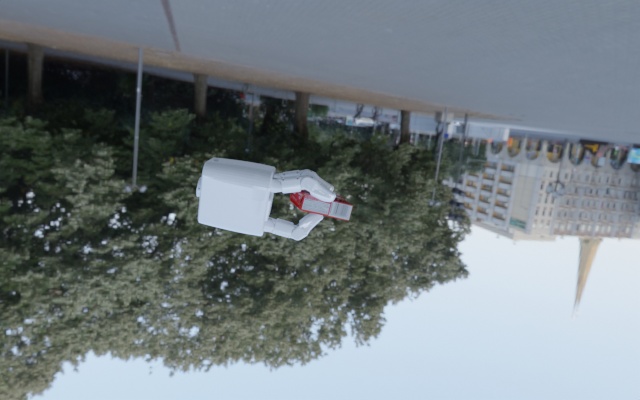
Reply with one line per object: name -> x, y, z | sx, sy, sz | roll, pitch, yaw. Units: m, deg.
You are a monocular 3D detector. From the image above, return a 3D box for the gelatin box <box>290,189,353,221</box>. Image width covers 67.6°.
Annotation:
gelatin box -> 0.000, 0.003, 0.791 | 0.089, 0.030, 0.073 | 13, 9, -18
